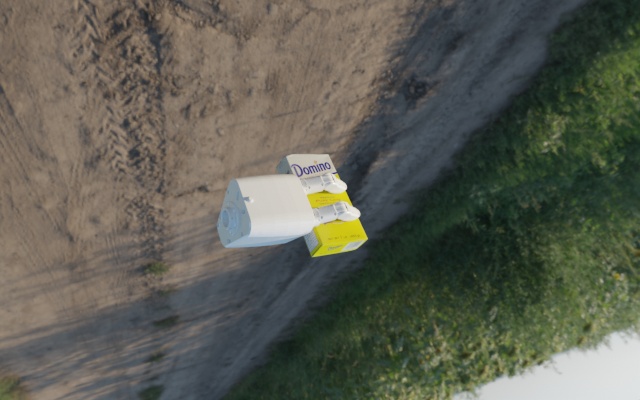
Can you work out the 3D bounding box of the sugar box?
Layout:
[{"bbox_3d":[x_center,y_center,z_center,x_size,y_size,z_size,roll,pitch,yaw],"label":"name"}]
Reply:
[{"bbox_3d":[0.000,0.002,0.790,0.093,0.176,0.048,-5,-29,-35],"label":"sugar box"}]
